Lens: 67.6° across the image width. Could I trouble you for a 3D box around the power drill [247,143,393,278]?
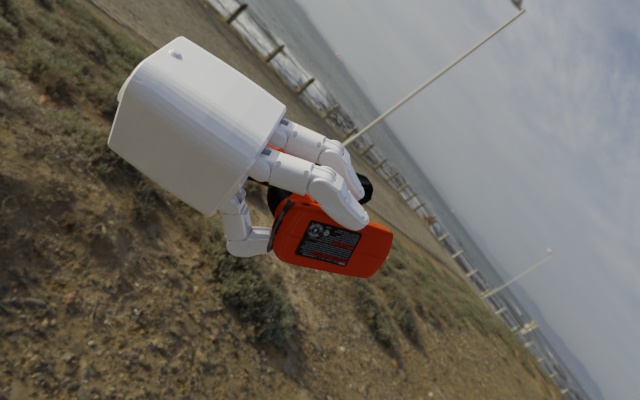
[{"bbox_3d":[0.000,0.002,0.485,0.184,0.057,0.187,14,20,-25],"label":"power drill"}]
